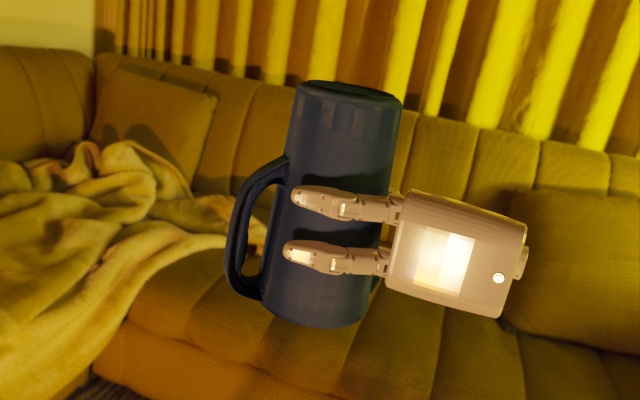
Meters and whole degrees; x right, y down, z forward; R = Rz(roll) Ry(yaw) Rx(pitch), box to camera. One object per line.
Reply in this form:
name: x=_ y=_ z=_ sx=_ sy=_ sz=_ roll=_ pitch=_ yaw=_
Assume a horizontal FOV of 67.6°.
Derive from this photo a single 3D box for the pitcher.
pitcher: x=0.000 y=0.002 z=0.506 sx=0.145 sy=0.243 sz=0.149 roll=17 pitch=20 yaw=19
